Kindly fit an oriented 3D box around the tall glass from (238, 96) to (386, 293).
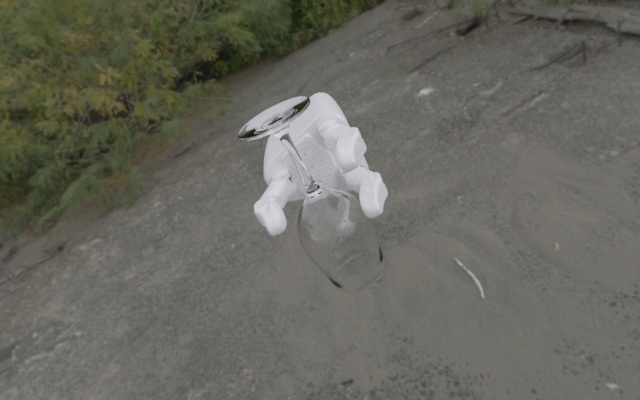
[{"bbox_3d":[0.000,0.001,0.481,0.079,0.201,0.079,-23,27,12],"label":"tall glass"}]
